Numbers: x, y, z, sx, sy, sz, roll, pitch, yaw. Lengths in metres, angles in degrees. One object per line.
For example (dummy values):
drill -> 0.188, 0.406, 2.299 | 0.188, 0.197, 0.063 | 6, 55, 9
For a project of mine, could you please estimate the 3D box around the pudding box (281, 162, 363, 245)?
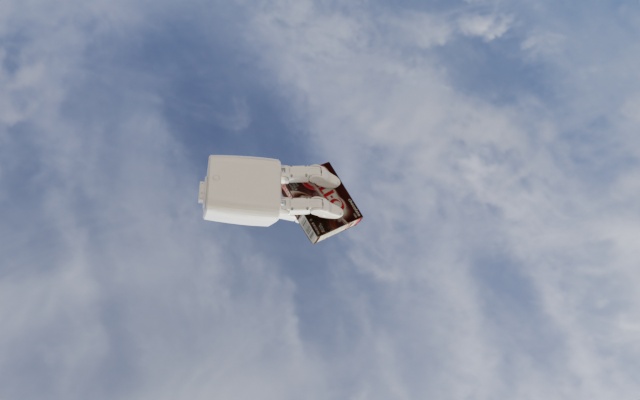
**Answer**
pudding box -> 0.000, 0.003, 0.760 | 0.090, 0.113, 0.039 | -23, -16, -27
